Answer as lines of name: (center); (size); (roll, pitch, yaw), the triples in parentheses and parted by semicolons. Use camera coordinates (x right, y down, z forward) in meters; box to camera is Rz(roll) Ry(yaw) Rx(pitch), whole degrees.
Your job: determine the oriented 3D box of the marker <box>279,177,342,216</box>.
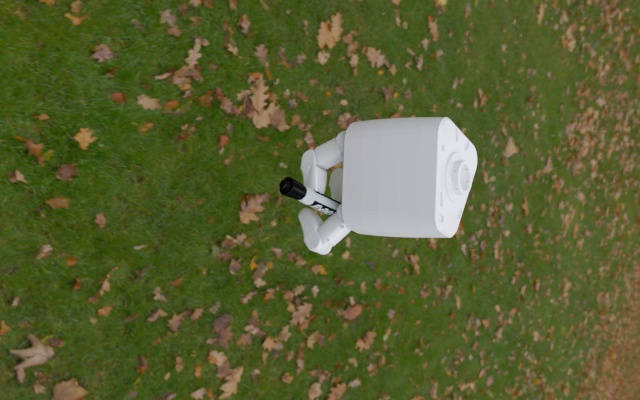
marker: (0.000, 0.002, 0.501); (0.020, 0.020, 0.121); (0, -17, 39)
